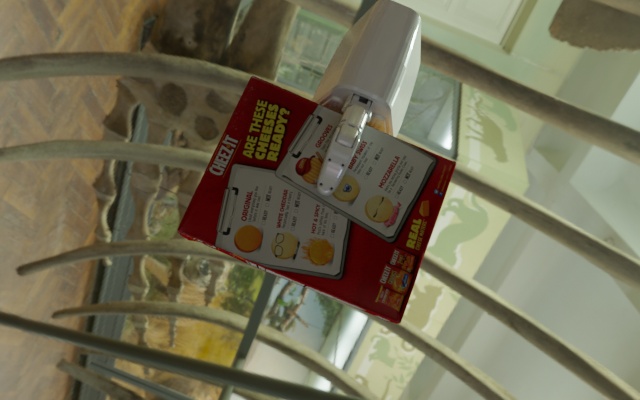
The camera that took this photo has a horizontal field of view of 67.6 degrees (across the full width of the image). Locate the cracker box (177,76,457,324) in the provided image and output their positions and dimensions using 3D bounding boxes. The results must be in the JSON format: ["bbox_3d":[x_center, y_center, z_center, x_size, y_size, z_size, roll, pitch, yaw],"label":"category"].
[{"bbox_3d":[0.000,0.002,0.463,0.214,0.164,0.072,22,-14,0],"label":"cracker box"}]
